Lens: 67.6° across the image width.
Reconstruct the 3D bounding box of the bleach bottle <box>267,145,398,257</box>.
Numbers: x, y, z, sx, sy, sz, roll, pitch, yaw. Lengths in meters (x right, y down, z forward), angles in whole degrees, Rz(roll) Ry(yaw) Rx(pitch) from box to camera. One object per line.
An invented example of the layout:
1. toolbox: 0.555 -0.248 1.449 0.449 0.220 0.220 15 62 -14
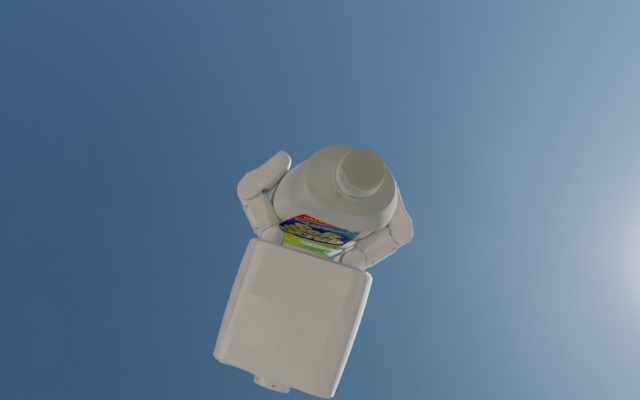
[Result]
1. bleach bottle: 0.000 0.001 0.426 0.102 0.068 0.251 21 -14 -4
